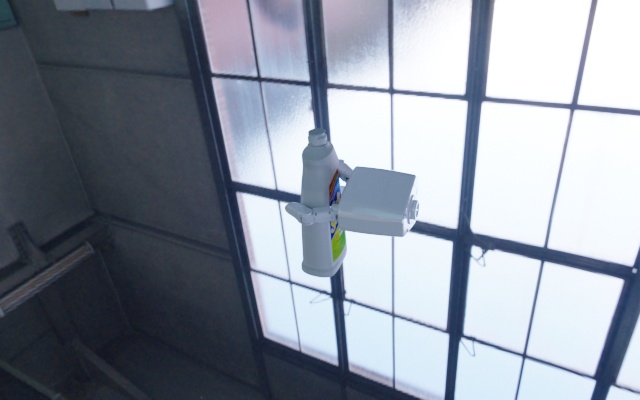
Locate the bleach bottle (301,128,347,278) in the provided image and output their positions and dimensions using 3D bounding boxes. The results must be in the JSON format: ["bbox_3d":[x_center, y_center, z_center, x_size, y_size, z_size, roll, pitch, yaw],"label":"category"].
[{"bbox_3d":[0.000,0.003,0.811,0.068,0.251,0.102,8,33,22],"label":"bleach bottle"}]
